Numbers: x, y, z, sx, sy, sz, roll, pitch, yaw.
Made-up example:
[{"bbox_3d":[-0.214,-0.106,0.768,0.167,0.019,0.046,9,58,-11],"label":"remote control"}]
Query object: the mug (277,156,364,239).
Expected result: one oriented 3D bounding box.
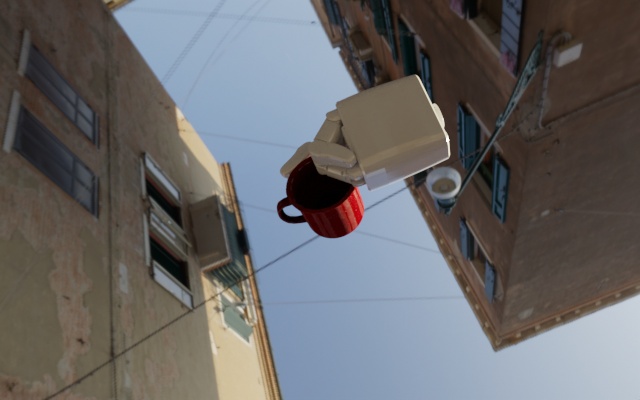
[{"bbox_3d":[-0.001,0.003,0.631,0.117,0.093,0.081,-21,-37,4],"label":"mug"}]
